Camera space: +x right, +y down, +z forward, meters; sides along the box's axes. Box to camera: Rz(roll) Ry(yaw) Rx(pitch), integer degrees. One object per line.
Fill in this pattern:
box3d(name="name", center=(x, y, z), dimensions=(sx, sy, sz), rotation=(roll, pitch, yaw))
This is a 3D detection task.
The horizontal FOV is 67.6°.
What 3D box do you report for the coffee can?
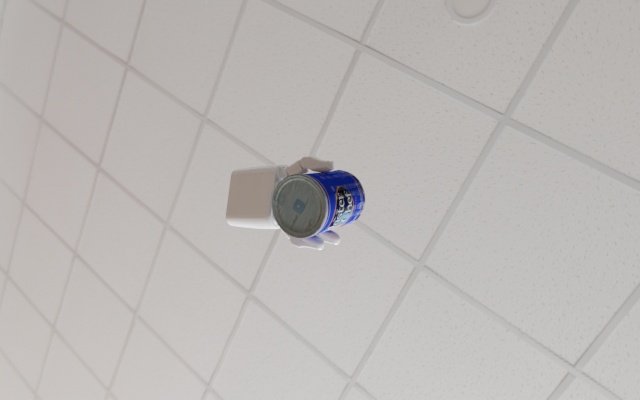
box3d(name="coffee can", center=(0.000, 0.003, 0.809), dimensions=(0.103, 0.103, 0.140), rotation=(0, 6, 31))
